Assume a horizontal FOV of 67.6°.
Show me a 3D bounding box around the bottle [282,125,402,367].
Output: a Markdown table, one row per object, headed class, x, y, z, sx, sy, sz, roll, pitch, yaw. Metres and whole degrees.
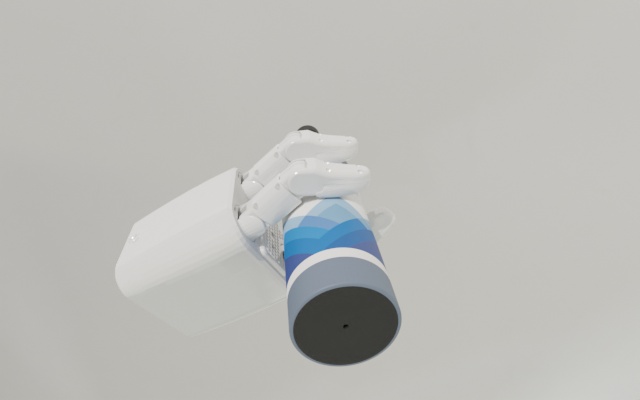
| class | x | y | z | sx | sy | sz | roll | pitch | yaw |
| --- | --- | --- | --- | --- | --- | --- | --- | --- | --- |
| bottle | 0.000 | 0.001 | 0.404 | 0.069 | 0.069 | 0.295 | 0 | 30 | -7 |
